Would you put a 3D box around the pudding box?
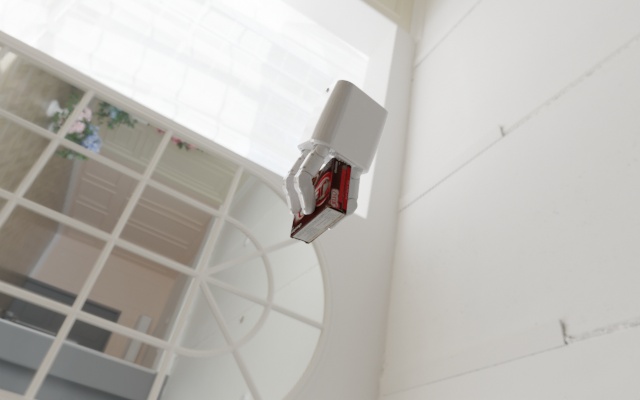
[{"bbox_3d":[0.000,0.002,0.718,0.039,0.090,0.113,24,-38,-19],"label":"pudding box"}]
